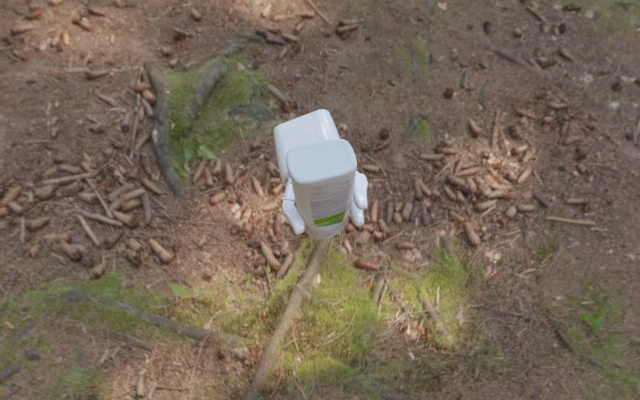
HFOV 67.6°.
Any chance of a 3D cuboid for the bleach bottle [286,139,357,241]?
[{"bbox_3d":[0.000,0.003,0.779,0.102,0.068,0.251,-12,-28,-8],"label":"bleach bottle"}]
